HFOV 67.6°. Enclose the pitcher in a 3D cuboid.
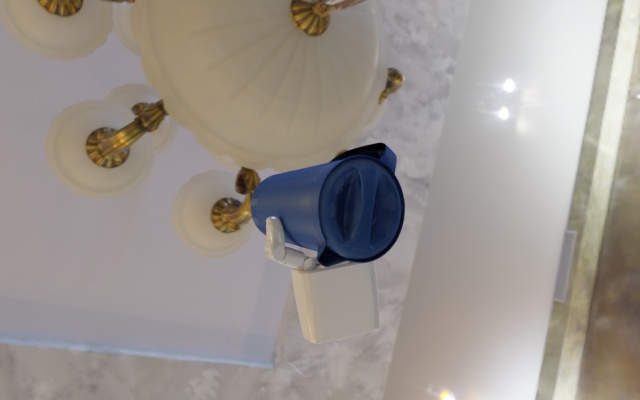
[{"bbox_3d":[0.000,0.002,0.685,0.149,0.145,0.243,-11,6,-31],"label":"pitcher"}]
